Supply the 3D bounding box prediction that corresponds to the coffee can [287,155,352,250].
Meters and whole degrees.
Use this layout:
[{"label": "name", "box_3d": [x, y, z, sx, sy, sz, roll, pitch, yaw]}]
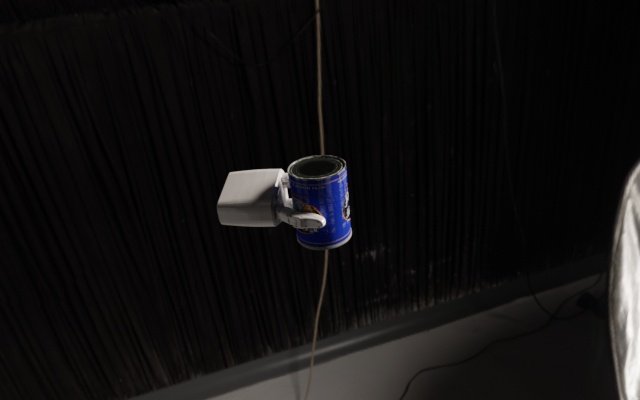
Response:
[{"label": "coffee can", "box_3d": [0.000, 0.003, 0.856, 0.103, 0.140, 0.102, -5, 27, 3]}]
